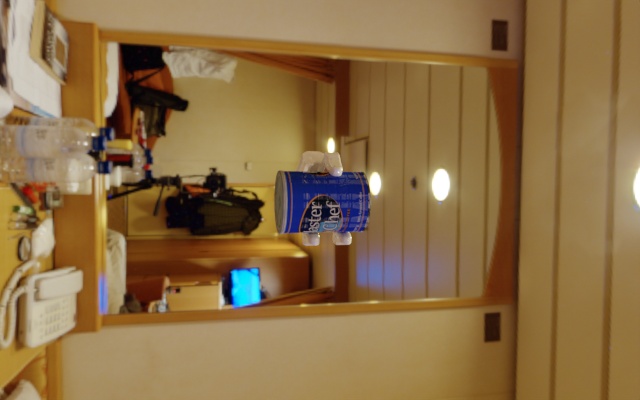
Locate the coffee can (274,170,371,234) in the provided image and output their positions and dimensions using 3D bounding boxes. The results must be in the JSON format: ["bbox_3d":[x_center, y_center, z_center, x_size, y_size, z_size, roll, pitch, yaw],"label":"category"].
[{"bbox_3d":[0.000,0.003,0.784,0.140,0.103,0.103,0,0,-13],"label":"coffee can"}]
